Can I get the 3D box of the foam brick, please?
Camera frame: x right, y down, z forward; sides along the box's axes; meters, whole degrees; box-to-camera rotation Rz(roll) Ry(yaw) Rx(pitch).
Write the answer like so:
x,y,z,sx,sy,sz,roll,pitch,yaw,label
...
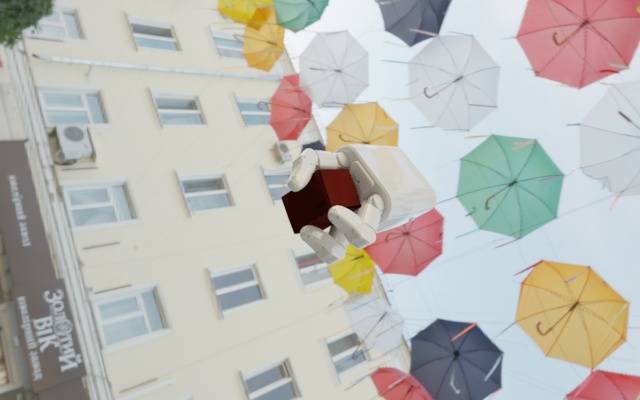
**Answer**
x,y,z,sx,sy,sz,roll,pitch,yaw,label
0.000,0.002,0.579,0.051,0.053,0.078,-5,-20,-43,foam brick
